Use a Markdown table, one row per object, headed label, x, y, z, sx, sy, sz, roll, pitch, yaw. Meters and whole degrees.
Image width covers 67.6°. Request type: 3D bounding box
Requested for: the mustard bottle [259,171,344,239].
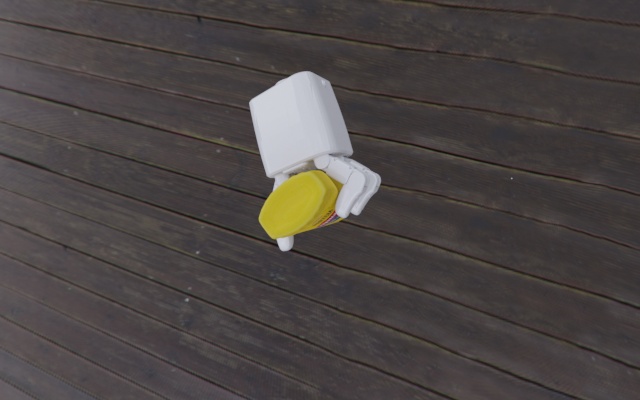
| label | x | y | z | sx | sy | sz | roll | pitch | yaw |
| --- | --- | --- | --- | --- | --- | --- | --- | --- | --- |
| mustard bottle | 0.000 | 0.002 | 0.638 | 0.096 | 0.058 | 0.191 | -43 | -13 | 18 |
